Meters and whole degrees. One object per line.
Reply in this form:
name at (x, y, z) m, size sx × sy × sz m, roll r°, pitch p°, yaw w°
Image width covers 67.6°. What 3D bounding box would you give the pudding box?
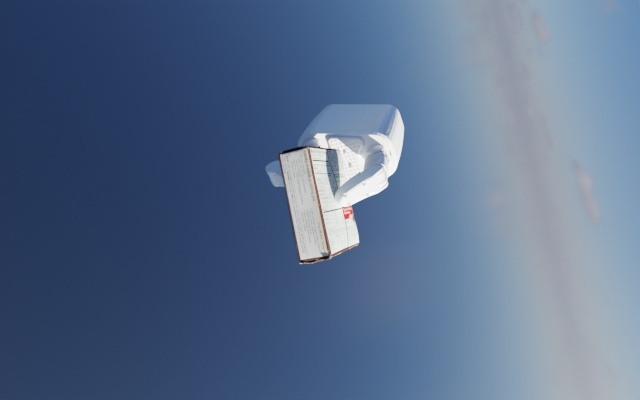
pudding box at (0.000, 0.002, 0.495) m, size 0.039 × 0.113 × 0.090 m, roll -14°, pitch -2°, yaw 23°
